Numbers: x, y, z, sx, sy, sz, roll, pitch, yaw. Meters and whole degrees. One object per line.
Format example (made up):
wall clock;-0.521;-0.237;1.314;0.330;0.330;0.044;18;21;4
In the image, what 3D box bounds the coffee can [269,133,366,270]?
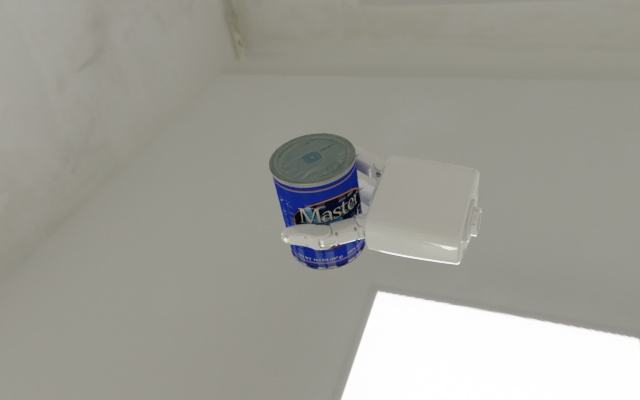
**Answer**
coffee can;0.000;0.002;0.600;0.103;0.140;0.102;-7;39;5
